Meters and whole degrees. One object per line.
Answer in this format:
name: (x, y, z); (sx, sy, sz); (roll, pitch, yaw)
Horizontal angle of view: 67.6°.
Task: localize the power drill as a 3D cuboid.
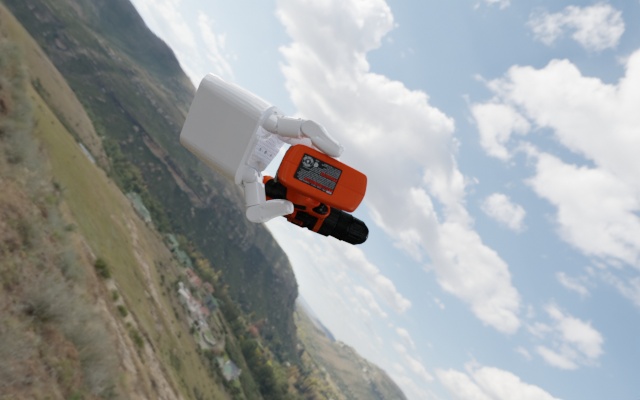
power drill: (0.000, 0.002, 0.642); (0.184, 0.057, 0.188); (23, -19, -5)
